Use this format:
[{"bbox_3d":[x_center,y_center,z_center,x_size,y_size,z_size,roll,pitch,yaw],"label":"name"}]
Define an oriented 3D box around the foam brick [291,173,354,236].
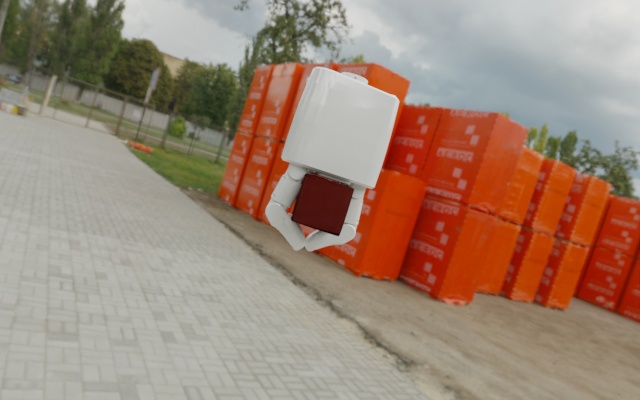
[{"bbox_3d":[0.000,0.002,0.514,0.053,0.051,0.078,18,3,-5],"label":"foam brick"}]
